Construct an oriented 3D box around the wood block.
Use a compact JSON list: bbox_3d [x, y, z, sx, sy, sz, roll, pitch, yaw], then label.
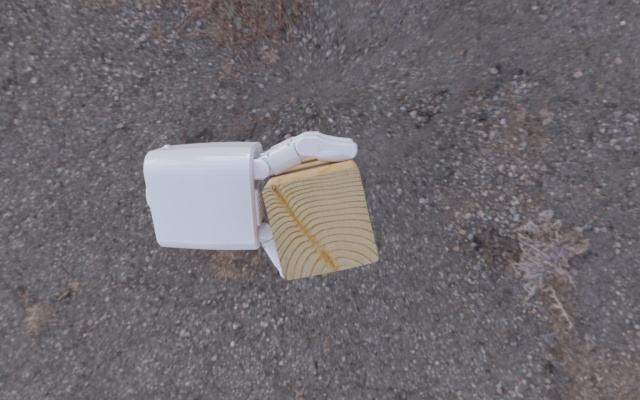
[{"bbox_3d":[0.000,0.002,0.522,0.090,0.091,0.206,-12,12,2],"label":"wood block"}]
